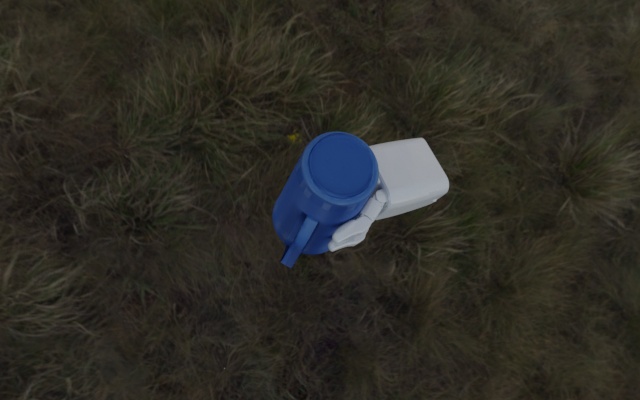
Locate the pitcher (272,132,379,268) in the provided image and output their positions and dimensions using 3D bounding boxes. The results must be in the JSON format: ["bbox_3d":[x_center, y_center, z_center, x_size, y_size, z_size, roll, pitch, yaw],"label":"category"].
[{"bbox_3d":[0.000,0.002,0.735,0.145,0.149,0.243,-14,-16,-16],"label":"pitcher"}]
